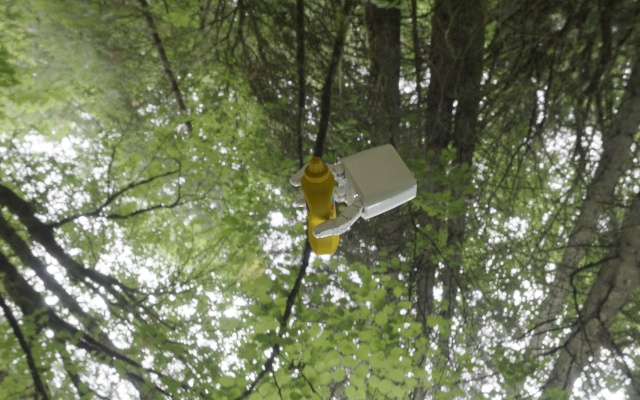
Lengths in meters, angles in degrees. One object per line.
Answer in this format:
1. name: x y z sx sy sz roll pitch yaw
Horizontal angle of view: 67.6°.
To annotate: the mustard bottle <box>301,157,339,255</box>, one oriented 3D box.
1. mustard bottle: 0.000 0.003 0.837 0.058 0.192 0.096 -3 44 3
